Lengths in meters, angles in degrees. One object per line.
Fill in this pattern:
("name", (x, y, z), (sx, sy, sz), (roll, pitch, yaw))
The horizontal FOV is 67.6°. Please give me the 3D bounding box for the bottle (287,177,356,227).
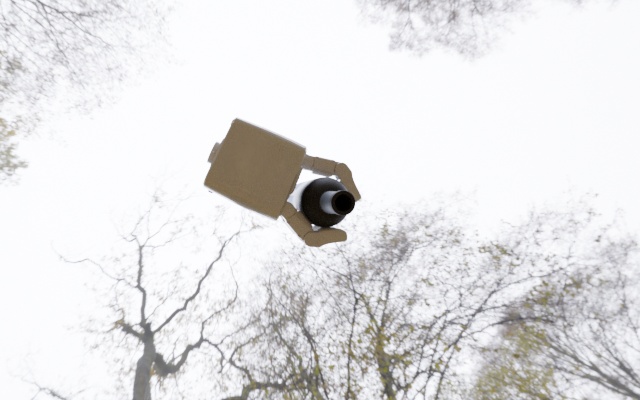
("bottle", (0.000, 0.002, 0.662), (0.069, 0.069, 0.295), (0, 0, -10))
